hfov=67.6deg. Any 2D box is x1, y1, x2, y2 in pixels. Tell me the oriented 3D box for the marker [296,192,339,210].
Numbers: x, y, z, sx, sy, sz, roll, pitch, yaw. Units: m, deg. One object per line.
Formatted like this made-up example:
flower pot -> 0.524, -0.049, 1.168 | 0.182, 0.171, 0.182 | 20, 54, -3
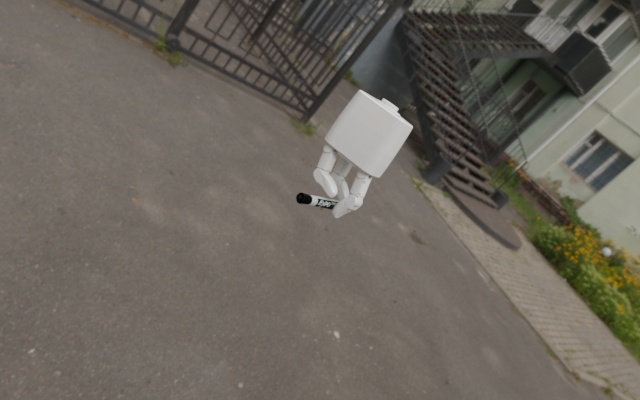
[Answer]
marker -> 0.000, 0.003, 0.823 | 0.020, 0.020, 0.121 | 0, -7, 38
